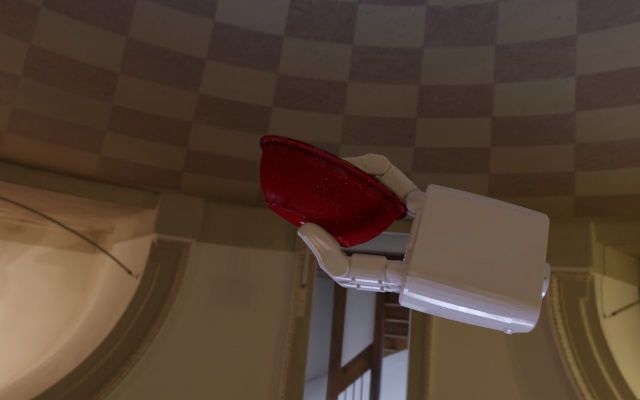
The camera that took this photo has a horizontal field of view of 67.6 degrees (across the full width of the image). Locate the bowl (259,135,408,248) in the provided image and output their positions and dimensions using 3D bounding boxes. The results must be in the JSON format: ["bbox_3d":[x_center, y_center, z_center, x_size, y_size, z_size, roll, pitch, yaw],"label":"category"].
[{"bbox_3d":[-0.001,0.001,0.467,0.162,0.055,0.162,27,-10,5],"label":"bowl"}]
